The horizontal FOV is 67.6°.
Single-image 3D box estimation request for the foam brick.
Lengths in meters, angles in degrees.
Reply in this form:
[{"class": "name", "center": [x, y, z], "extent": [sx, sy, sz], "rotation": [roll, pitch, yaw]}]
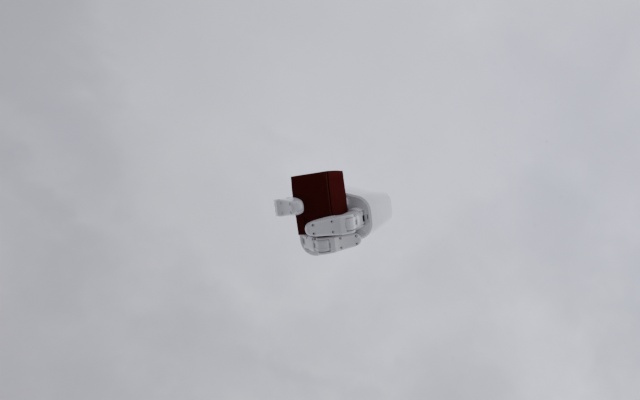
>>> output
[{"class": "foam brick", "center": [0.000, 0.002, 0.612], "extent": [0.053, 0.078, 0.051], "rotation": [-5, 5, 26]}]
